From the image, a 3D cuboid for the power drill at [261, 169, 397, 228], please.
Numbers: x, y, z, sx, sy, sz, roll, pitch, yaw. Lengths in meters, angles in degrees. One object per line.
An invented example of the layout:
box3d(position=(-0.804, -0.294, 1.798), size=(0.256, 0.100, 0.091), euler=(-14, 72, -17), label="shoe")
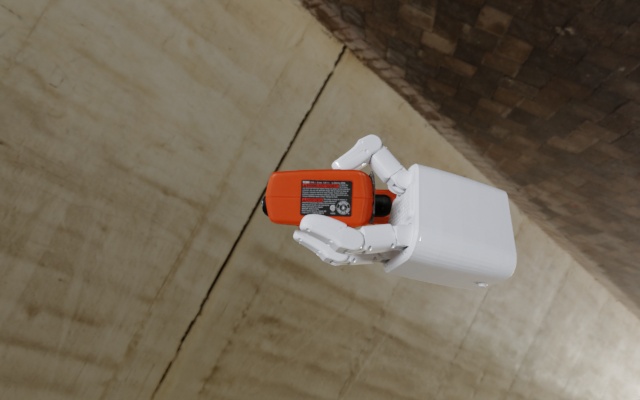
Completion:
box3d(position=(0.000, 0.002, 0.549), size=(0.184, 0.057, 0.187), euler=(-1, -2, 11), label="power drill")
